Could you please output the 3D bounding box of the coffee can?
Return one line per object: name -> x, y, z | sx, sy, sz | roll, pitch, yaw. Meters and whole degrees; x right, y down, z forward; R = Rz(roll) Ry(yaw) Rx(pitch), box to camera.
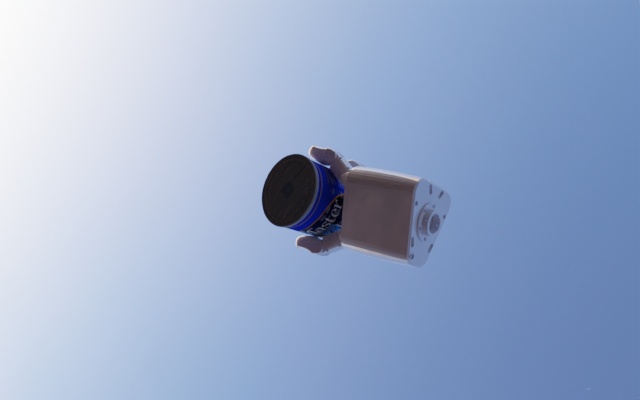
coffee can -> 0.000, 0.002, 0.695 | 0.103, 0.102, 0.140 | 0, -14, 42
